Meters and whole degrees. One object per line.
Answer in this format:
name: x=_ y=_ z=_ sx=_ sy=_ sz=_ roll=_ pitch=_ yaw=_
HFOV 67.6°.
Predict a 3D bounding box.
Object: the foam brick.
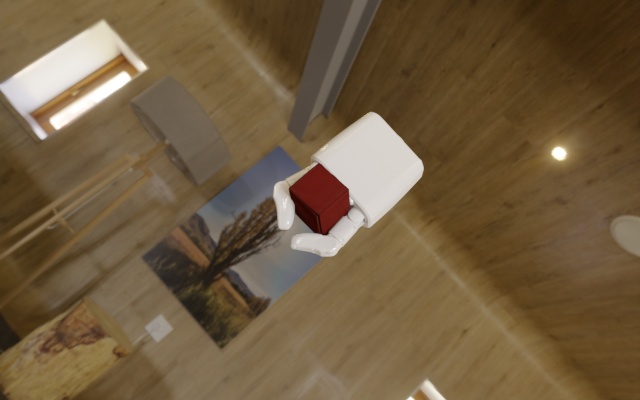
foam brick: x=0.000 y=0.002 z=0.585 sx=0.051 sy=0.053 sz=0.078 roll=-41 pitch=-21 yaw=-14
